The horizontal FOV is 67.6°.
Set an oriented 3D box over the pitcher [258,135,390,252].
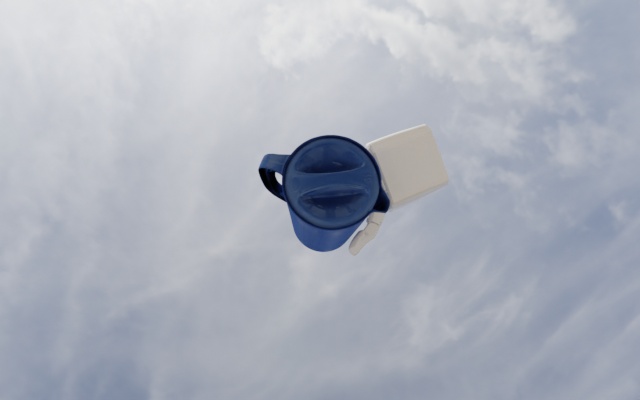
[{"bbox_3d":[0.000,0.002,0.737,0.145,0.149,0.243,-24,-14,-10],"label":"pitcher"}]
